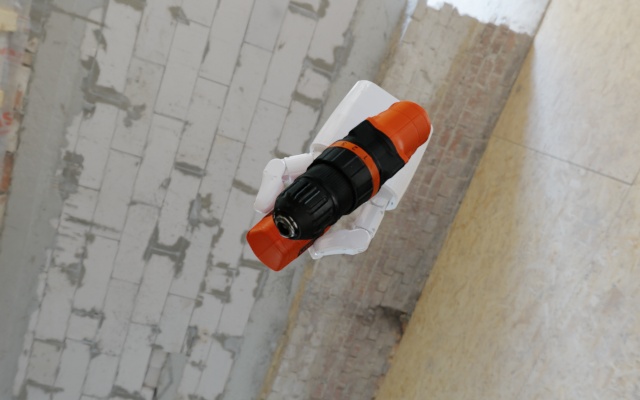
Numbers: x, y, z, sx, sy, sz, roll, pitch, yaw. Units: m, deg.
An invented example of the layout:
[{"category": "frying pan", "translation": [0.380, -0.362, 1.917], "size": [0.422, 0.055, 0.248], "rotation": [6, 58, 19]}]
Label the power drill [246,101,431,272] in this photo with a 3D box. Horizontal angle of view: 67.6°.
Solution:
[{"category": "power drill", "translation": [0.000, 0.001, 0.431], "size": [0.184, 0.057, 0.188], "rotation": [-38, -2, -38]}]
